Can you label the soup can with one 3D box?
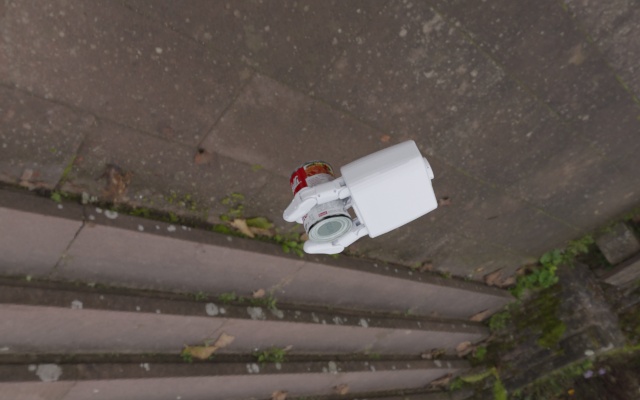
[{"bbox_3d":[0.000,0.003,0.690,0.068,0.102,0.069,-14,-34,-9],"label":"soup can"}]
